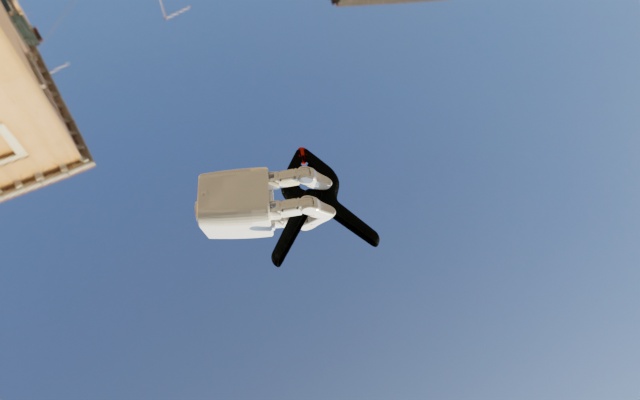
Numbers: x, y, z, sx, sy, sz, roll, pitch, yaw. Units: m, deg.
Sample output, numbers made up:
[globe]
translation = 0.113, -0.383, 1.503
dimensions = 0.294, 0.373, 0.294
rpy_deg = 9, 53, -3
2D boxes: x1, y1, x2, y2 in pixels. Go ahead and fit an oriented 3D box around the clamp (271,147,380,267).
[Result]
[clamp]
translation = 0.000, 0.003, 0.762
dimensions = 0.164, 0.209, 0.036
rpy_deg = -5, -33, -3
